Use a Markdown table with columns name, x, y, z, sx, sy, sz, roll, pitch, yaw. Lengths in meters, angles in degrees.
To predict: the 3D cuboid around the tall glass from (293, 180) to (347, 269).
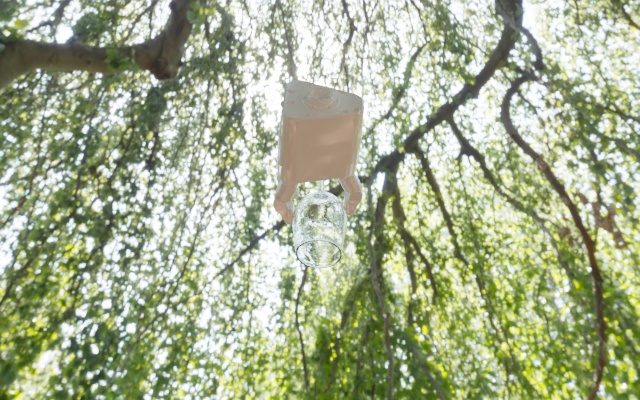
| name | x | y | z | sx | sy | sz | roll | pitch | yaw |
| --- | --- | --- | --- | --- | --- | --- | --- | --- | --- |
| tall glass | 0.000 | 0.002 | 0.708 | 0.079 | 0.200 | 0.079 | 1 | -45 | 1 |
